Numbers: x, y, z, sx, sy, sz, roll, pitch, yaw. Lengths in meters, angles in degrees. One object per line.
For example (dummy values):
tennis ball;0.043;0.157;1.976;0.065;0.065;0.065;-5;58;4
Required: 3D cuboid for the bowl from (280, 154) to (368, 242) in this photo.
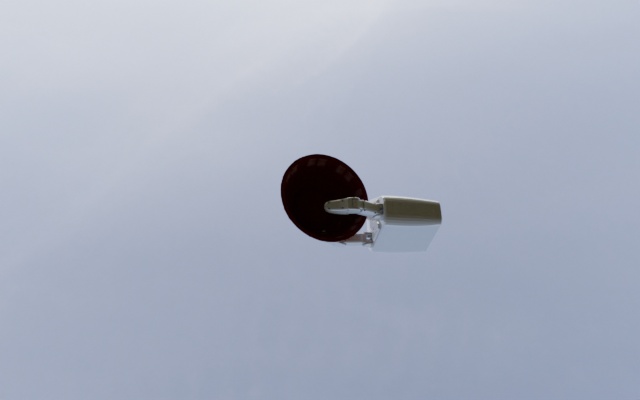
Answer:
bowl;-0.001;0.002;0.829;0.162;0.162;0.055;0;-22;-24
